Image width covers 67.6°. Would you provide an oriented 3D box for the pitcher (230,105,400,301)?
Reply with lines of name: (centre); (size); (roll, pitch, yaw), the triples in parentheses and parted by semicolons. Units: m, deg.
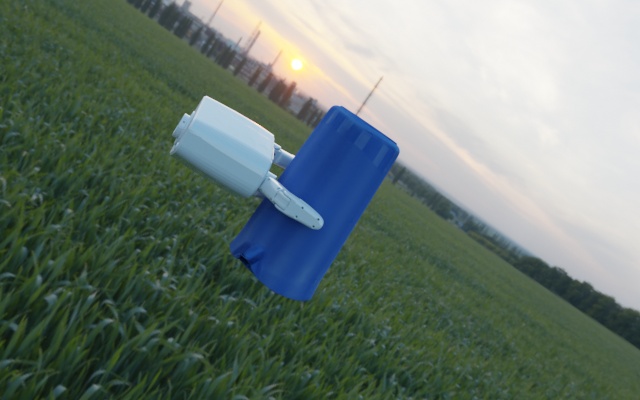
pitcher: (0.000, 0.002, 0.646); (0.145, 0.243, 0.149); (31, 10, -19)
